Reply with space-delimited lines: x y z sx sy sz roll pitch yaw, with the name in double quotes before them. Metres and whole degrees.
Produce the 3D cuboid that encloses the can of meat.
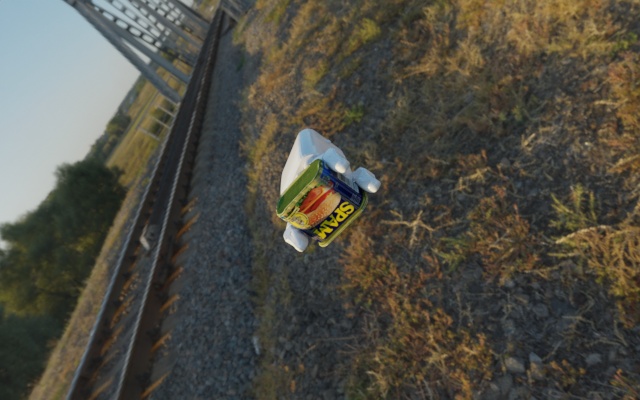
"can of meat" 0.000 0.002 0.661 0.084 0.102 0.057 34 26 -22
